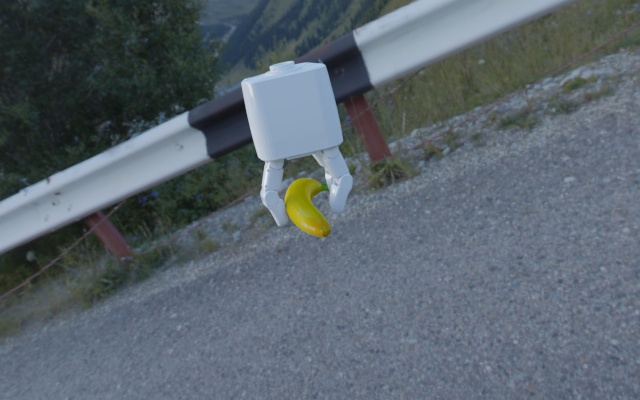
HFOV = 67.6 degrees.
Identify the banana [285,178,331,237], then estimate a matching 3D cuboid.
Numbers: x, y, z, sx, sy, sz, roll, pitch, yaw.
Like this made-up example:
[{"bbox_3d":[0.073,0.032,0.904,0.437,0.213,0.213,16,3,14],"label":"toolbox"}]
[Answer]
[{"bbox_3d":[-0.018,0.002,0.688,0.069,0.037,0.197,-3,21,4],"label":"banana"}]
